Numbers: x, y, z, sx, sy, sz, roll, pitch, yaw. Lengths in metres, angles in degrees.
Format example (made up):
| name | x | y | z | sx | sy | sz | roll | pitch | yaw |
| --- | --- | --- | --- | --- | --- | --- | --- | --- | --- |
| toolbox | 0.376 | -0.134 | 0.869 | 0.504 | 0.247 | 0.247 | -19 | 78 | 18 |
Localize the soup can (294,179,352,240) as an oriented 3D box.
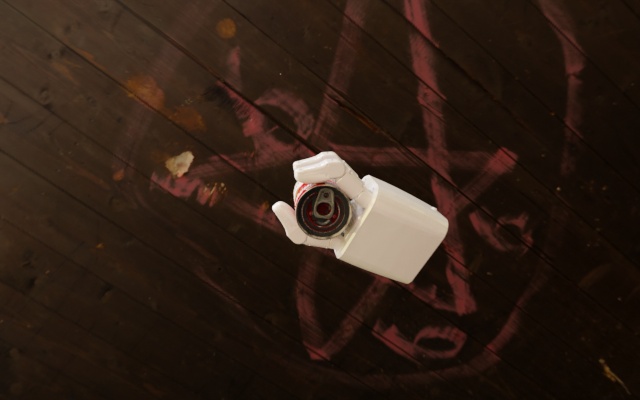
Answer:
| name | x | y | z | sx | sy | sz | roll | pitch | yaw |
| --- | --- | --- | --- | --- | --- | --- | --- | --- | --- |
| soup can | 0.000 | 0.002 | 0.613 | 0.068 | 0.068 | 0.102 | 0 | 15 | -5 |
